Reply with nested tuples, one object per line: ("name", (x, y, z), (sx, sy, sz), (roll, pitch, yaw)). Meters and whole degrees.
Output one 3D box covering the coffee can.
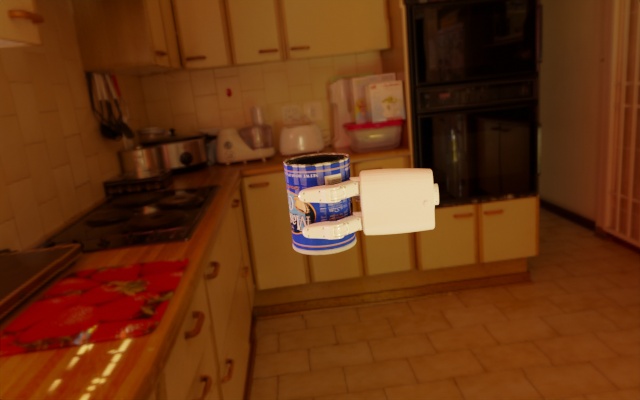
("coffee can", (0.000, 0.003, 0.752), (0.103, 0.140, 0.102), (-5, 14, 1))
